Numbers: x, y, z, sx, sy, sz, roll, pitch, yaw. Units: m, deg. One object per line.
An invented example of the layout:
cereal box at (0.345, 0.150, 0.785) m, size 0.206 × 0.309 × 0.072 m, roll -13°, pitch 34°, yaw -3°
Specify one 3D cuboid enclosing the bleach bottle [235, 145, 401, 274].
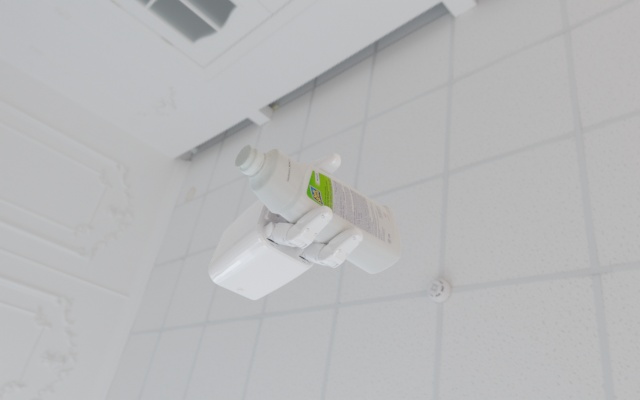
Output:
bleach bottle at (0.000, 0.002, 0.601) m, size 0.068 × 0.102 × 0.251 m, roll -36°, pitch -50°, yaw 27°
